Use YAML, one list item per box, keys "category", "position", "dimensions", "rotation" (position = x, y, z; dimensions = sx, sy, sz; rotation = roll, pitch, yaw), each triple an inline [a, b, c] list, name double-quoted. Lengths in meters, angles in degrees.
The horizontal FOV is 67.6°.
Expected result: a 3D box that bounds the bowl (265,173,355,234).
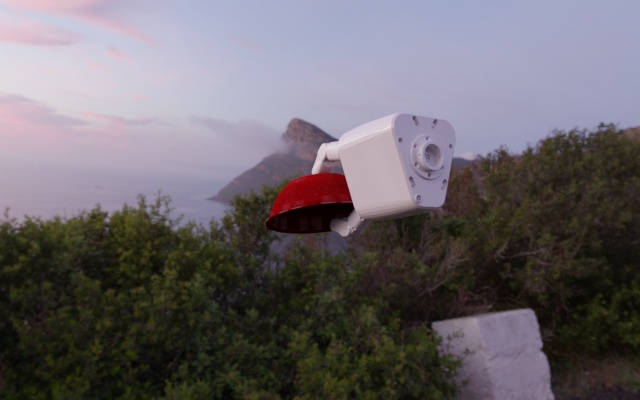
- category: "bowl"
  position: [-0.001, 0.002, 0.675]
  dimensions: [0.162, 0.055, 0.162]
  rotation: [-7, -17, -2]
